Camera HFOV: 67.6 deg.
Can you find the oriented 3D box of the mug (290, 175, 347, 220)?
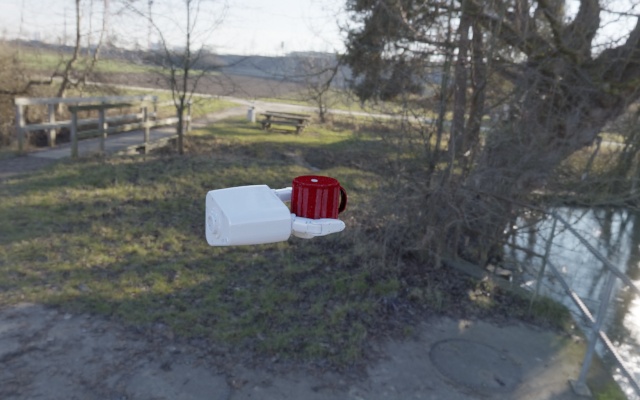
[{"bbox_3d":[0.001,0.002,0.824,0.117,0.081,0.093,-7,18,-36],"label":"mug"}]
